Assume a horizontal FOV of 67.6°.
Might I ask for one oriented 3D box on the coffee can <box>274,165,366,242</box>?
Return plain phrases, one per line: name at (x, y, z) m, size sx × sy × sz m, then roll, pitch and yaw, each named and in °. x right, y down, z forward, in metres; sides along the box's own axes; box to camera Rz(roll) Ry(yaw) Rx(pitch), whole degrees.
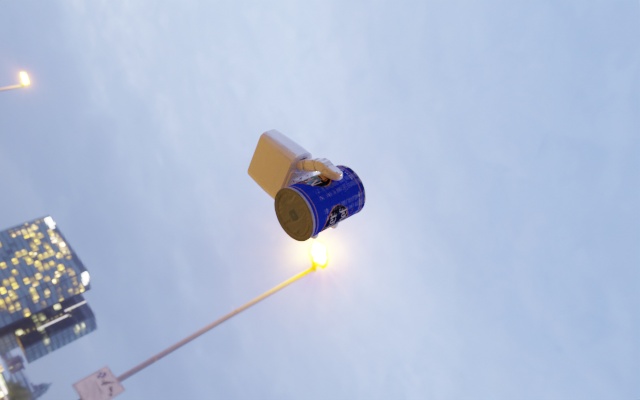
coffee can at (0.000, 0.003, 0.886) m, size 0.140 × 0.103 × 0.103 m, roll -25°, pitch 16°, yaw -38°
